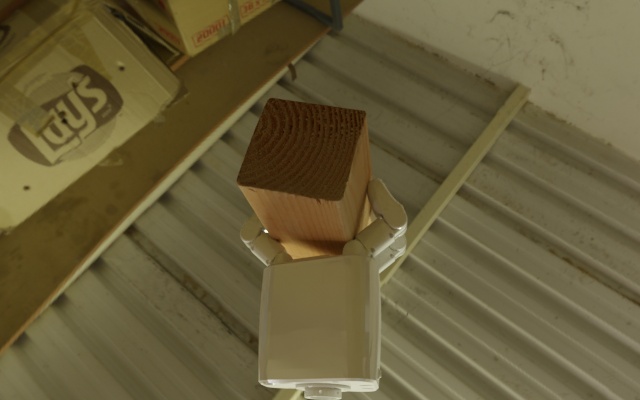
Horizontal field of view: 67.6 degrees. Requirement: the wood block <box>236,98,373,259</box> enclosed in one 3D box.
[{"bbox_3d":[0.000,0.002,0.476,0.091,0.090,0.206,10,-25,14],"label":"wood block"}]
